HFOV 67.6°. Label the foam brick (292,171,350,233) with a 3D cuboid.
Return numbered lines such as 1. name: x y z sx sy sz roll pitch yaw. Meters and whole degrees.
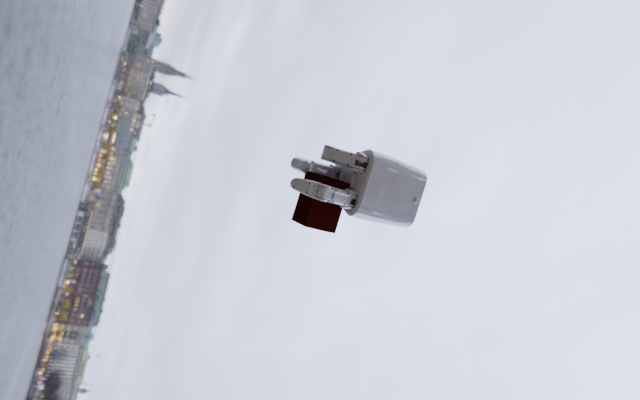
1. foam brick: 0.000 0.003 0.697 0.051 0.078 0.053 15 4 -28
